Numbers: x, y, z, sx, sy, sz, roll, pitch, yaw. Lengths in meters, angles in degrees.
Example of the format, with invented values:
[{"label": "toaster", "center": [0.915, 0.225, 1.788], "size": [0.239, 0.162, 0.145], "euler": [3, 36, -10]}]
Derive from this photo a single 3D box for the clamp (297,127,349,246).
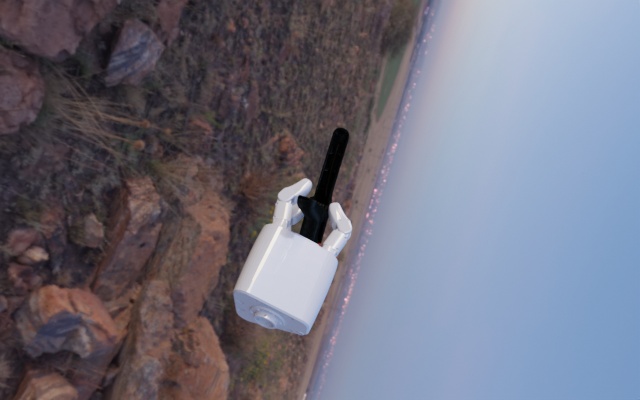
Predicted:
[{"label": "clamp", "center": [0.001, 0.003, 0.725], "size": [0.036, 0.164, 0.210], "euler": [20, -35, 9]}]
